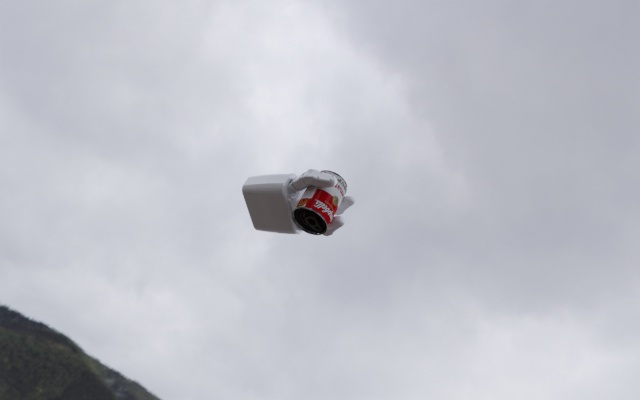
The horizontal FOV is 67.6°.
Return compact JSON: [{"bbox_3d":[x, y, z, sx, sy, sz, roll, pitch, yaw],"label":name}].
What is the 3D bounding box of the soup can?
[{"bbox_3d":[0.001,0.003,0.858,0.068,0.068,0.102,0,43,33],"label":"soup can"}]
